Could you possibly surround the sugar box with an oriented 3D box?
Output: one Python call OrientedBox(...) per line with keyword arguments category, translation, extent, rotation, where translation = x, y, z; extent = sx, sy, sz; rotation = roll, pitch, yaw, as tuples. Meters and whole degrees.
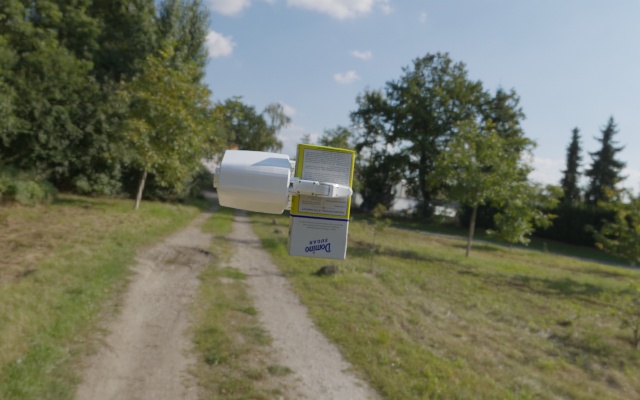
OrientedBox(category="sugar box", translation=(0.000, 0.002, 0.766), extent=(0.093, 0.176, 0.048), rotation=(6, 3, -10))
